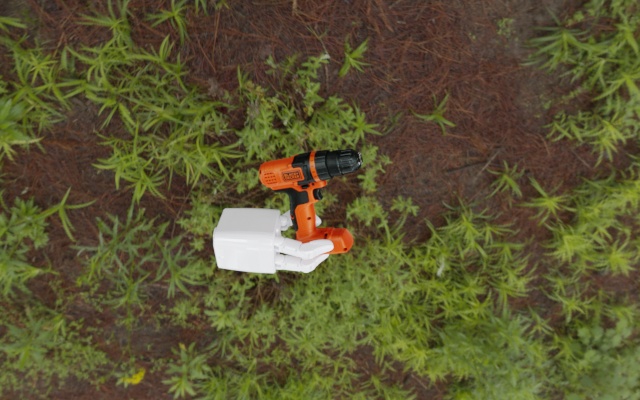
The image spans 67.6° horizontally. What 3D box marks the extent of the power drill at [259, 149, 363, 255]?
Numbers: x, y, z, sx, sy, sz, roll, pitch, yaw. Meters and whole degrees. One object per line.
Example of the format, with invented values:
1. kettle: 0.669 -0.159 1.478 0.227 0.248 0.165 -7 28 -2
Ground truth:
1. power drill: 0.000 0.003 0.839 0.184 0.188 0.057 -7 24 21
